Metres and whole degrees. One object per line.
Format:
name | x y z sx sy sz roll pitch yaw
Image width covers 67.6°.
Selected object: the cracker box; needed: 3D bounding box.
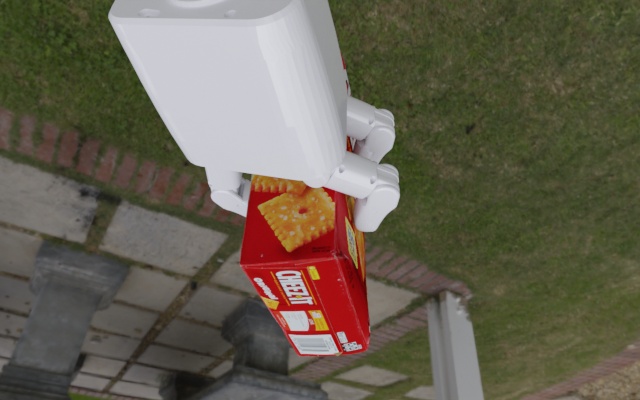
cracker box | 0.000 0.001 0.409 0.072 0.213 0.164 -5 -38 10
